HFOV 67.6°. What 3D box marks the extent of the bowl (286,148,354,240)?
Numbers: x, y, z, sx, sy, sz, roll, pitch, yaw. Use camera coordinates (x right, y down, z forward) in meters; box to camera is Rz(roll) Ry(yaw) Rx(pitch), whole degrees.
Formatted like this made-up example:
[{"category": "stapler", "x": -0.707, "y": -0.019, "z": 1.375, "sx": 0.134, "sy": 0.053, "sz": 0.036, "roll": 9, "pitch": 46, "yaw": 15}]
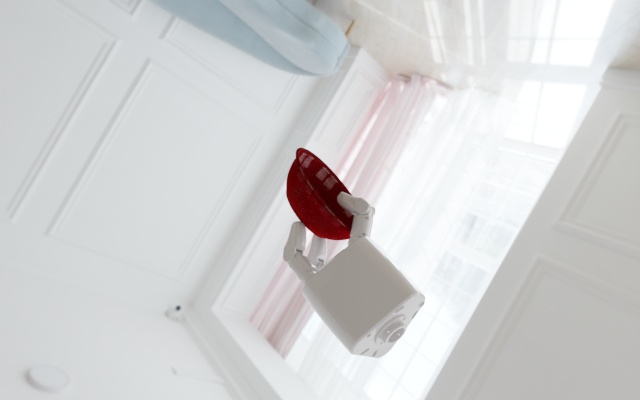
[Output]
[{"category": "bowl", "x": -0.001, "y": 0.002, "z": 0.695, "sx": 0.055, "sy": 0.162, "sz": 0.162, "roll": -38, "pitch": -12, "yaw": 16}]
